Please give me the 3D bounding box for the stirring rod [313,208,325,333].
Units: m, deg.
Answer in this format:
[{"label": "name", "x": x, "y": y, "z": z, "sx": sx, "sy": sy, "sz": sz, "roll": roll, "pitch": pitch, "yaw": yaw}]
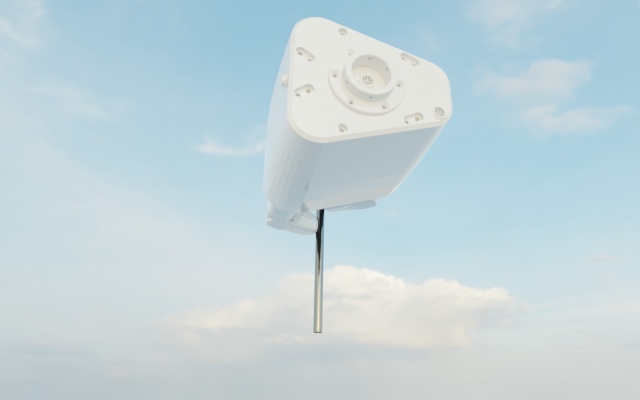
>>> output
[{"label": "stirring rod", "x": 0.000, "y": 0.002, "z": 0.452, "sx": 0.011, "sy": 0.239, "sz": 0.011, "roll": 1, "pitch": -23, "yaw": 0}]
